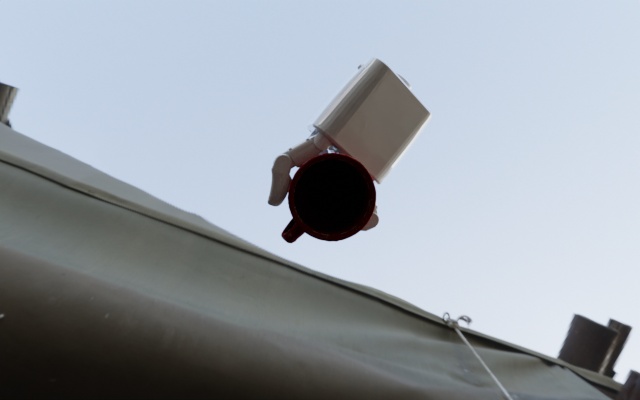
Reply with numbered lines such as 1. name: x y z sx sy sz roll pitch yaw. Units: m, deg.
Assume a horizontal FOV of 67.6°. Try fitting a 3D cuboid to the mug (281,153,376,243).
1. mug: -0.001 0.003 0.535 0.093 0.117 0.081 41 0 -9
